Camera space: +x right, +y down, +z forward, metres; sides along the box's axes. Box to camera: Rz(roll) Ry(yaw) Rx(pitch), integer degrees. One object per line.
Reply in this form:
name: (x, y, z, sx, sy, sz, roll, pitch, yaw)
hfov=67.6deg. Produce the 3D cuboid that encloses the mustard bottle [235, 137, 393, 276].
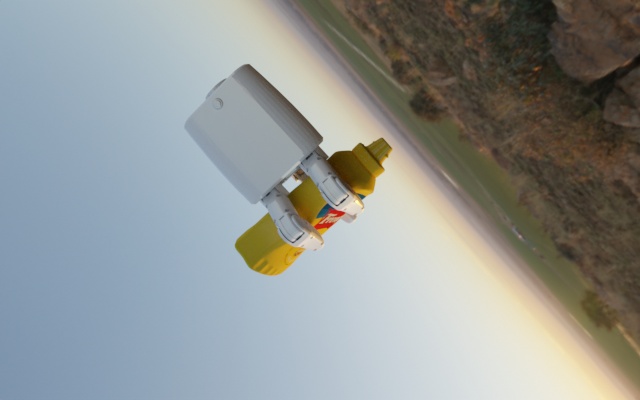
mustard bottle: (0.000, 0.002, 0.520, 0.191, 0.058, 0.096, -42, -19, 11)
